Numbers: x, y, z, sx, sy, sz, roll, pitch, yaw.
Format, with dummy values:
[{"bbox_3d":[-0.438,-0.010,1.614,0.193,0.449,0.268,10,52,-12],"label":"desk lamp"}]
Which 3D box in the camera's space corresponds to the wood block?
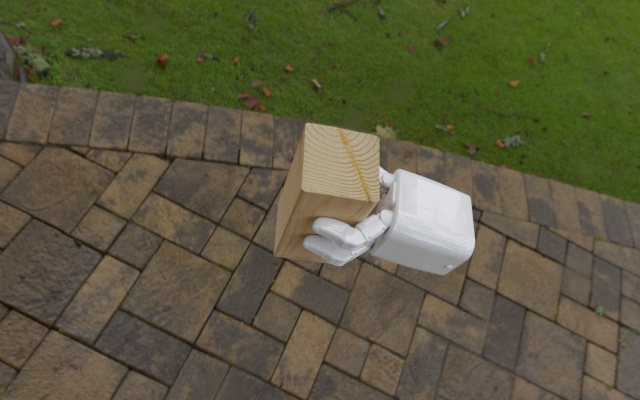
[{"bbox_3d":[0.001,0.002,0.617,0.090,0.090,0.206,9,-28,-10],"label":"wood block"}]
